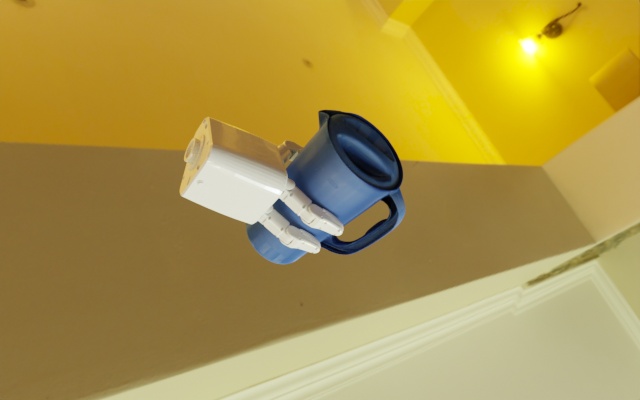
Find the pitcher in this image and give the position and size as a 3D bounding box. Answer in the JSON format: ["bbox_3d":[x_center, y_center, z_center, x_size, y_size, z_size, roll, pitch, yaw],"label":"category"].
[{"bbox_3d":[0.000,0.002,0.698,0.145,0.149,0.243,23,-47,-29],"label":"pitcher"}]
